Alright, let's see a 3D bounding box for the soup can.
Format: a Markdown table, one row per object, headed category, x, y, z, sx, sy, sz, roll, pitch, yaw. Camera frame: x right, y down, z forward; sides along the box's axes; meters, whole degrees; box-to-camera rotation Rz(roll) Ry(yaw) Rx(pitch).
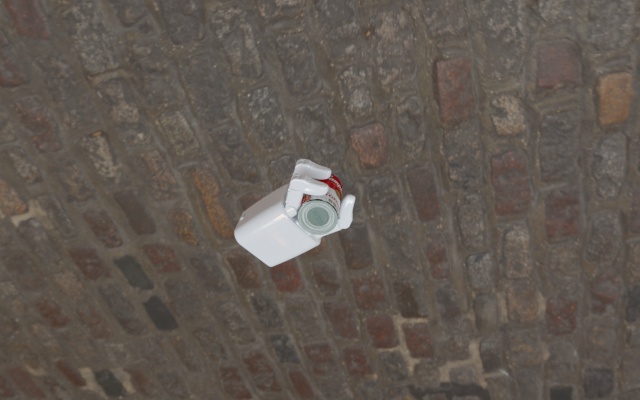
| category | x | y | z | sx | sy | sz | roll | pitch | yaw |
| --- | --- | --- | --- | --- | --- | --- | --- | --- | --- |
| soup can | 0.001 | 0.003 | 0.799 | 0.068 | 0.068 | 0.102 | 0 | 30 | 7 |
